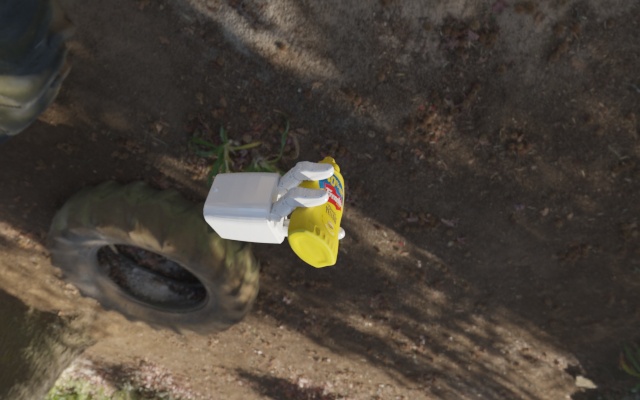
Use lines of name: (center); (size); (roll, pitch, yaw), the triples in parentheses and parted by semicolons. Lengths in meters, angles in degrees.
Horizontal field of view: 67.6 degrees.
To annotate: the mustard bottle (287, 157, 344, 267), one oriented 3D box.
mustard bottle: (0.000, 0.003, 0.755); (0.058, 0.191, 0.096); (-16, -47, 28)
